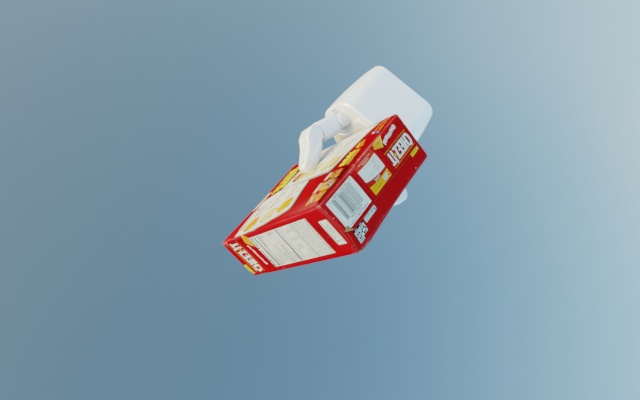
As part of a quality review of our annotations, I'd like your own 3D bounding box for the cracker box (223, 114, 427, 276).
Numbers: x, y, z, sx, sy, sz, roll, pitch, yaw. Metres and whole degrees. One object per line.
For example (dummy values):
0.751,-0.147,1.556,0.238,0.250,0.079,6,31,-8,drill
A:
0.000,0.002,0.566,0.214,0.072,0.164,-22,23,52,cracker box
